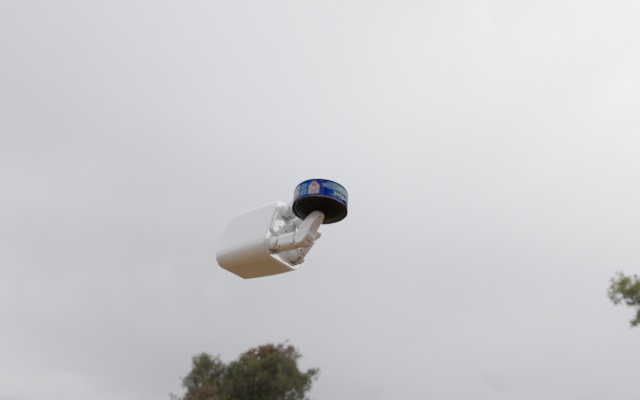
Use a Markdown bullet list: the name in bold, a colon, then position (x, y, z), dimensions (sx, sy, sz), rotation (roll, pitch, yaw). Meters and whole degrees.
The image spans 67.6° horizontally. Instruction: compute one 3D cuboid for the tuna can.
- **tuna can**: position (0.000, 0.002, 0.733), dimensions (0.086, 0.033, 0.086), rotation (4, -31, 2)
